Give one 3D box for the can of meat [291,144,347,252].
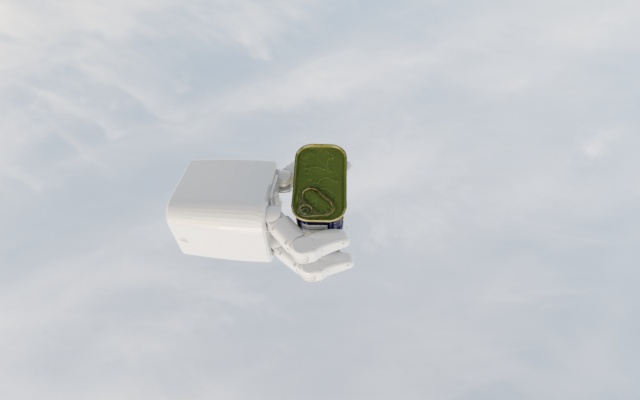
[{"bbox_3d":[0.000,0.002,0.539,0.057,0.102,0.084,1,-34,2],"label":"can of meat"}]
